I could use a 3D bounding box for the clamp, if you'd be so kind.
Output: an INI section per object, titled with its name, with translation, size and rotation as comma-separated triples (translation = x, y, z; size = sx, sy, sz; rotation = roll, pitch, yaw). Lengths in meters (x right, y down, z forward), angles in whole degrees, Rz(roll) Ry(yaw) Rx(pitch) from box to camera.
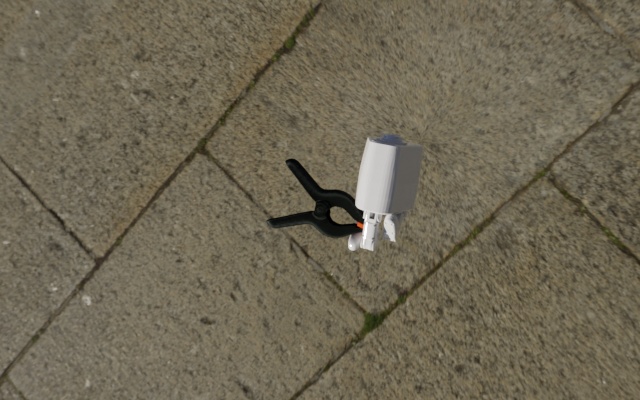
[clamp]
translation = 0.000, 0.003, 0.776
size = 0.171, 0.120, 0.039
rotation = 12, 17, 10
